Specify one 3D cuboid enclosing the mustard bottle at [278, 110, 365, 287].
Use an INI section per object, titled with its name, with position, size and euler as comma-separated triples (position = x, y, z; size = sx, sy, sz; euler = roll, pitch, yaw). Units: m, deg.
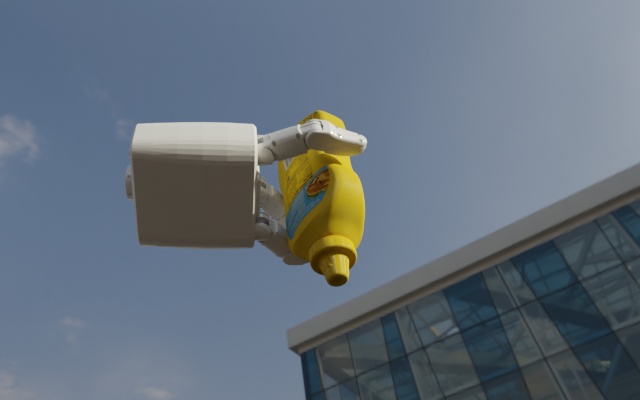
[mustard bottle]
position = 0.000, 0.001, 0.461
size = 0.058, 0.096, 0.191
euler = 21, 35, -27
